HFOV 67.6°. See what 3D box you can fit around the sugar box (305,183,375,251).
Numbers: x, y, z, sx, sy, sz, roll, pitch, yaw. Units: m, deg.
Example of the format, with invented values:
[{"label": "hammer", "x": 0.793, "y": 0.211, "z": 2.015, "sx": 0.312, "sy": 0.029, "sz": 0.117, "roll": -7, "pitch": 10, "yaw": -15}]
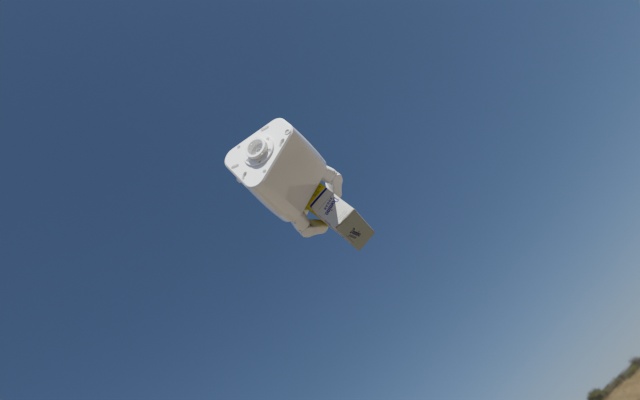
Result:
[{"label": "sugar box", "x": 0.000, "y": 0.003, "z": 0.763, "sx": 0.176, "sy": 0.048, "sz": 0.093, "roll": 42, "pitch": -2, "yaw": 38}]
